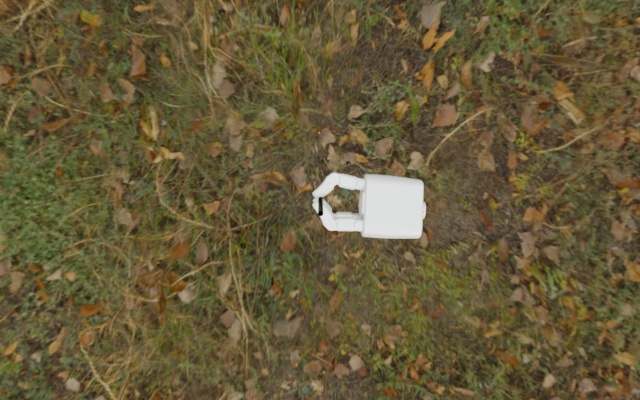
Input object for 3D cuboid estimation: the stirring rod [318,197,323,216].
[{"bbox_3d":[0.000,0.003,0.831,0.011,0.011,0.239,0,8,0],"label":"stirring rod"}]
